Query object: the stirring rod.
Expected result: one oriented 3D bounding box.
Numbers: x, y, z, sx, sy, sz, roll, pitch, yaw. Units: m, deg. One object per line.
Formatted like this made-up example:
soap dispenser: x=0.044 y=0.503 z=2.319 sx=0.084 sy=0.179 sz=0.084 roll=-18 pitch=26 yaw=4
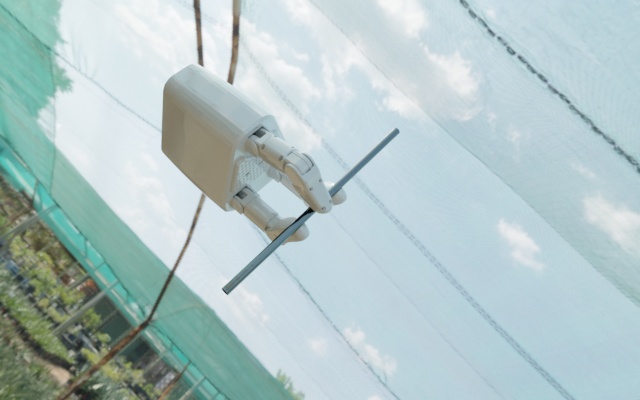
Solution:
stirring rod: x=0.000 y=0.001 z=0.446 sx=0.239 sy=0.011 sz=0.011 roll=-43 pitch=22 yaw=-25
